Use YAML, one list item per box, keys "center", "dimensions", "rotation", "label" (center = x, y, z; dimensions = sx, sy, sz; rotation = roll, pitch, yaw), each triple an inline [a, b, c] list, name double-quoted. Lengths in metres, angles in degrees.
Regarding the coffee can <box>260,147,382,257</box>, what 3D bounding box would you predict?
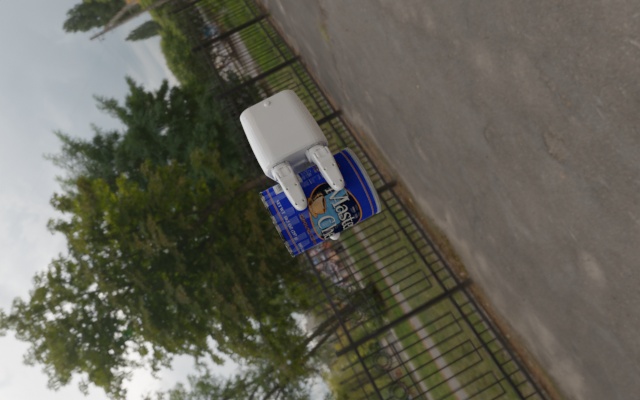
- center: [0.000, 0.002, 0.671]
  dimensions: [0.140, 0.103, 0.103]
  rotation: [-28, 2, -4]
  label: "coffee can"
